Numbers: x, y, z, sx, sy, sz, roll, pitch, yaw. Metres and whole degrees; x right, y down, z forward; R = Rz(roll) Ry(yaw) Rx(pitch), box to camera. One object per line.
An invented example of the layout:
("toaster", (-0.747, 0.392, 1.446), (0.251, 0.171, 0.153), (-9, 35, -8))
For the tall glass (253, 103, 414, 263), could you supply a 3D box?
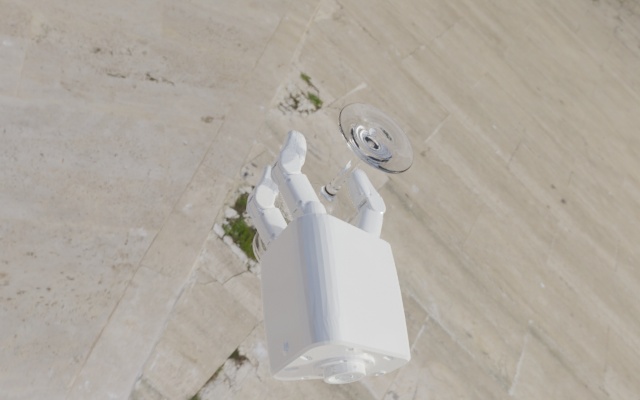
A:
("tall glass", (0.000, 0.001, 0.463), (0.079, 0.079, 0.201), (0, -33, -34))
